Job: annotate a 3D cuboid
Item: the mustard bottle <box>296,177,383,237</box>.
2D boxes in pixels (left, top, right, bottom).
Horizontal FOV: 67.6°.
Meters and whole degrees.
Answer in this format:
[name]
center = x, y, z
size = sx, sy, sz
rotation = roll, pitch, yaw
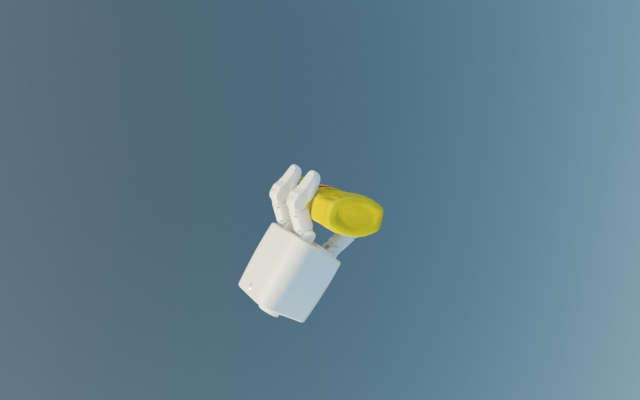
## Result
[mustard bottle]
center = 0.000, 0.002, 0.712
size = 0.096, 0.058, 0.191
rotation = 6, 9, -33
